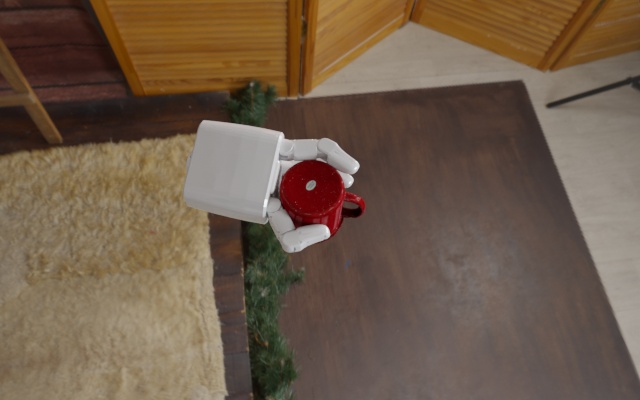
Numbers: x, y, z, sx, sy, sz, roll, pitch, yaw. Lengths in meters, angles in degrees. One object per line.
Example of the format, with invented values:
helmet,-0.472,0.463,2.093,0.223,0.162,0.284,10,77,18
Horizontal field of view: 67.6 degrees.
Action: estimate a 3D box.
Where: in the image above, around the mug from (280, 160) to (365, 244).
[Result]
mug,0.002,0.002,0.621,0.117,0.093,0.081,10,-25,2
